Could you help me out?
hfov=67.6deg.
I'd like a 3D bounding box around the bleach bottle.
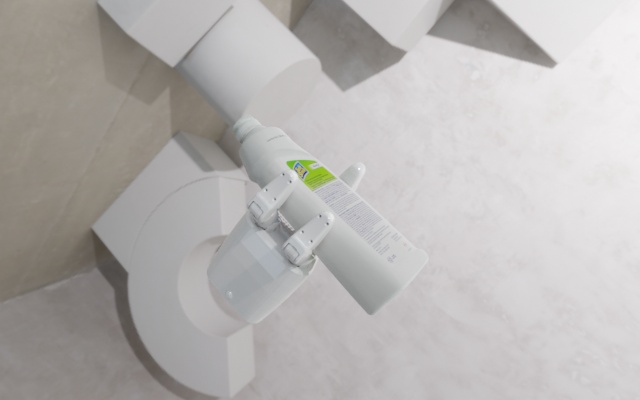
[{"bbox_3d":[0.000,0.002,0.522,0.068,0.251,0.102,-49,-12,28],"label":"bleach bottle"}]
